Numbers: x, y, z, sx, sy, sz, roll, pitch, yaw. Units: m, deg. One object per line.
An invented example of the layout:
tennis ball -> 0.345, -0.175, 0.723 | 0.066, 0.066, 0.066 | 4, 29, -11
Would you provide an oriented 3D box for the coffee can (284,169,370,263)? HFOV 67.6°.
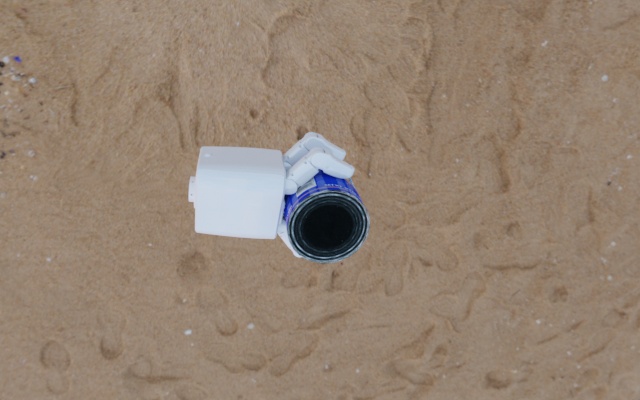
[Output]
coffee can -> 0.000, 0.002, 0.638 | 0.103, 0.103, 0.140 | 0, 27, -10
